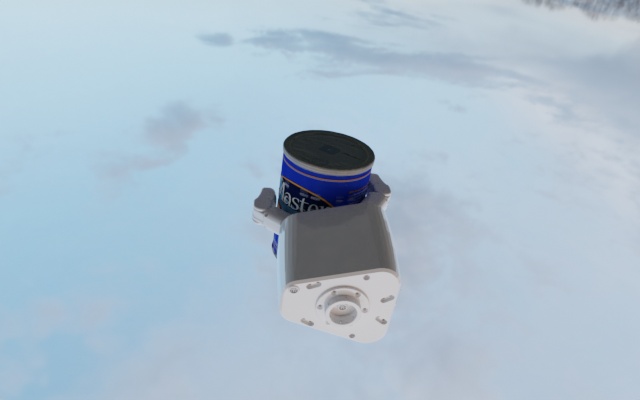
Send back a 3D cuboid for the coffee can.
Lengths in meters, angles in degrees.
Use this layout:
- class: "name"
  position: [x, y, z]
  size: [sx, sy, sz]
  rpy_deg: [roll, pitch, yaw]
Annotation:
- class: "coffee can"
  position: [0.000, 0.002, 0.561]
  size: [0.103, 0.140, 0.102]
  rpy_deg: [7, 31, -4]
